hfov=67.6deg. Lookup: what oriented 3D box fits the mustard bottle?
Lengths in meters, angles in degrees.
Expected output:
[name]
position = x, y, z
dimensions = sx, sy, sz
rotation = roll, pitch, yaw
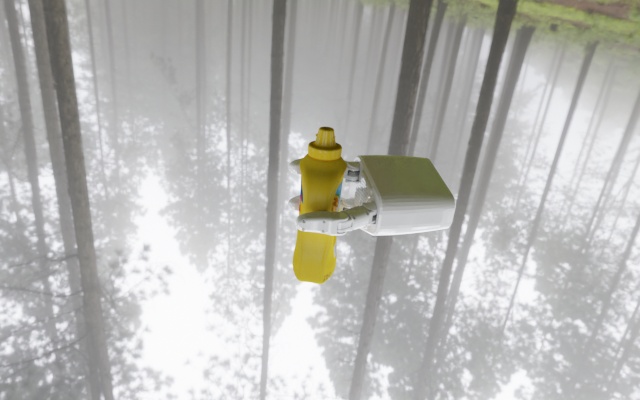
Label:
[mustard bottle]
position = 0.000, 0.002, 0.602
dimensions = 0.058, 0.192, 0.096
rotation = 8, 25, 6
